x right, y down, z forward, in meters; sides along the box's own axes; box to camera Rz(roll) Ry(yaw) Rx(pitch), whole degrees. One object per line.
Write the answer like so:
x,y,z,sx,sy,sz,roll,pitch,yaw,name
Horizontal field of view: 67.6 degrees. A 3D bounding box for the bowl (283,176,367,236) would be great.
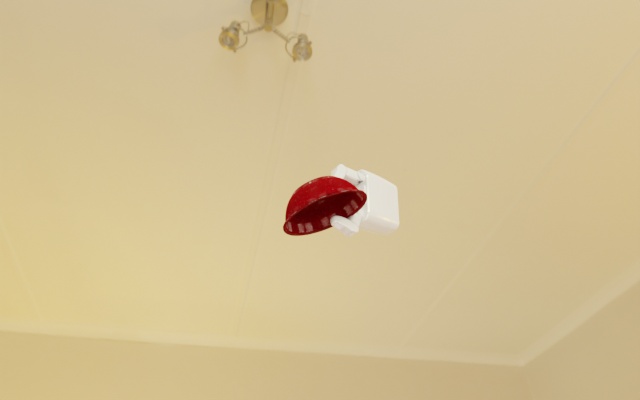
-0.001,0.002,0.857,0.162,0.055,0.162,-20,-21,-8,bowl
